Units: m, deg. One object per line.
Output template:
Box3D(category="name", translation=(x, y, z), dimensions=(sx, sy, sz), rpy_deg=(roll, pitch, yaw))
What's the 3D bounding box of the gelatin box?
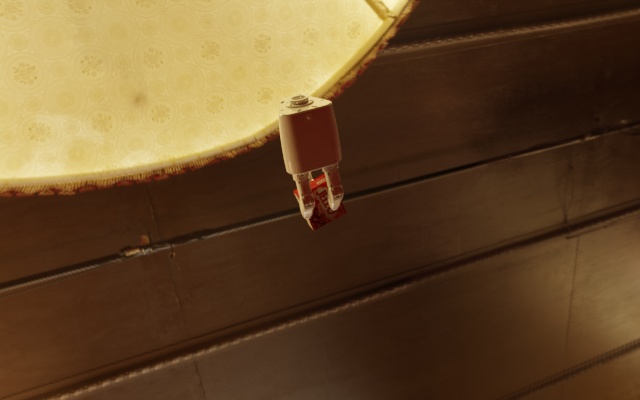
Box3D(category="gelatin box", translation=(0.000, 0.003, 0.891), dimensions=(0.073, 0.089, 0.030), rpy_deg=(-29, 35, -7))
